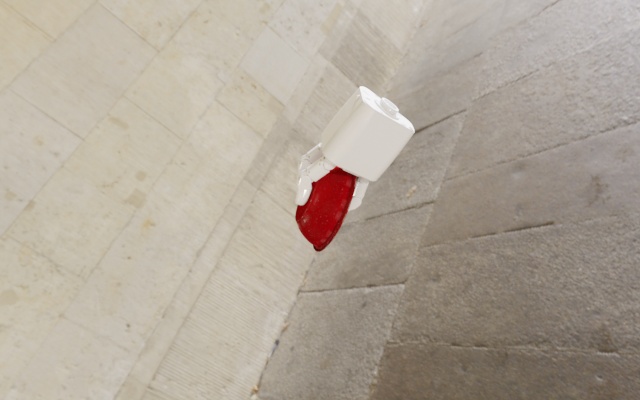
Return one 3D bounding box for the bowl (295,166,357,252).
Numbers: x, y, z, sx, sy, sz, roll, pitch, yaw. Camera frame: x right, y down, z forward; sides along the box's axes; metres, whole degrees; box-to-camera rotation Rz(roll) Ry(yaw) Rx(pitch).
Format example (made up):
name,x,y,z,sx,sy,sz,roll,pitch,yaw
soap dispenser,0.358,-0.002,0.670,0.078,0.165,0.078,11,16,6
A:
name,x,y,z,sx,sy,sz,roll,pitch,yaw
bowl,-0.001,0.004,0.811,0.055,0.162,0.162,22,-6,-14
